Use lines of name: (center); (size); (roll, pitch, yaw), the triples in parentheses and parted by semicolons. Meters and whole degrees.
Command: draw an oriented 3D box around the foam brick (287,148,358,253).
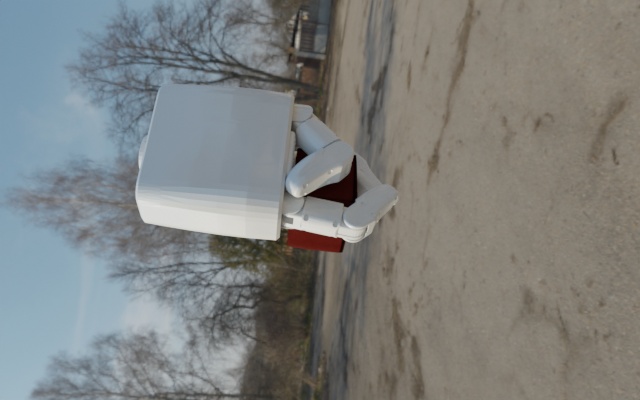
foam brick: (0.000, 0.002, 0.412); (0.051, 0.053, 0.078); (5, -39, -4)
